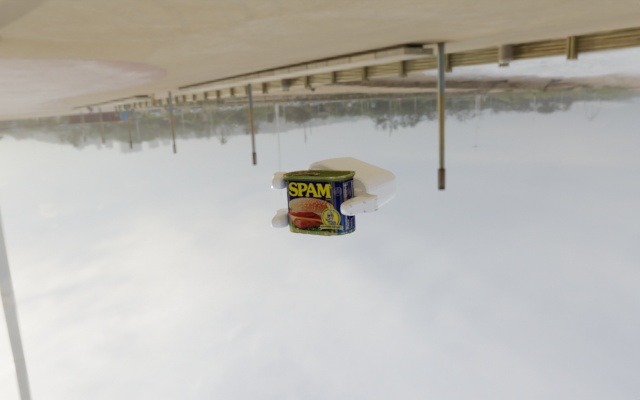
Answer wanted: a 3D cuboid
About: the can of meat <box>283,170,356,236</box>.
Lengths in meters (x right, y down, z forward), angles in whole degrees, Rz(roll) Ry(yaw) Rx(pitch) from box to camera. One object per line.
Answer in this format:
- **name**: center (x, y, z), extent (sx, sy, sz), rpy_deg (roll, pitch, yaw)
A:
- **can of meat**: center (0.000, 0.003, 0.675), extent (0.102, 0.084, 0.057), rpy_deg (3, 13, 32)
